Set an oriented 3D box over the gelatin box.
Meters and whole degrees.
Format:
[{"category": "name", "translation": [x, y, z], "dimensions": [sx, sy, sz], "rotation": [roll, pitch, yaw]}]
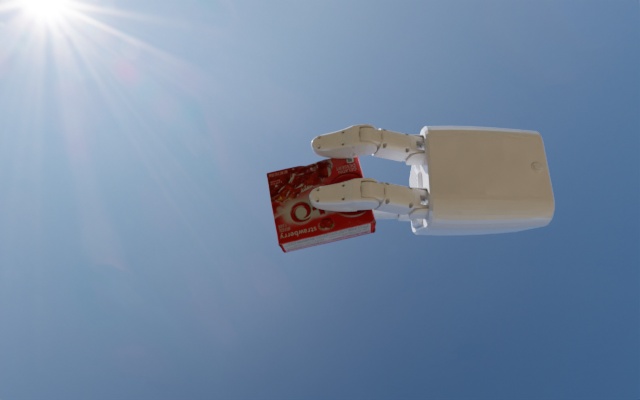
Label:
[{"category": "gelatin box", "translation": [0.000, 0.002, 0.440], "dimensions": [0.089, 0.073, 0.030], "rotation": [-13, -25, 1]}]
